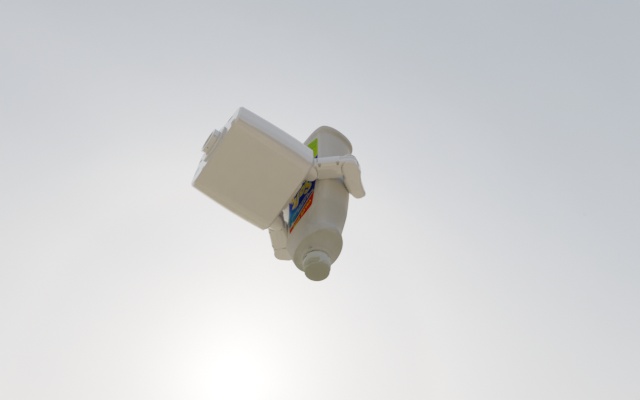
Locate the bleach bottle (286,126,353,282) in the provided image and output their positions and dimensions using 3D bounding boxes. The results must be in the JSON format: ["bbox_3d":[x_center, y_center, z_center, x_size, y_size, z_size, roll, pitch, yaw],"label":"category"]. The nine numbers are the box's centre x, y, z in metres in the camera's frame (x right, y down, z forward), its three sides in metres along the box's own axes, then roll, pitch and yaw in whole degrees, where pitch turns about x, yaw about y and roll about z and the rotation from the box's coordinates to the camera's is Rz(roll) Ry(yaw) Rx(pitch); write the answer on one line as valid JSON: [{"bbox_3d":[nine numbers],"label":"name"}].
[{"bbox_3d":[0.000,0.002,0.614,0.068,0.102,0.250,33,27,-21],"label":"bleach bottle"}]
